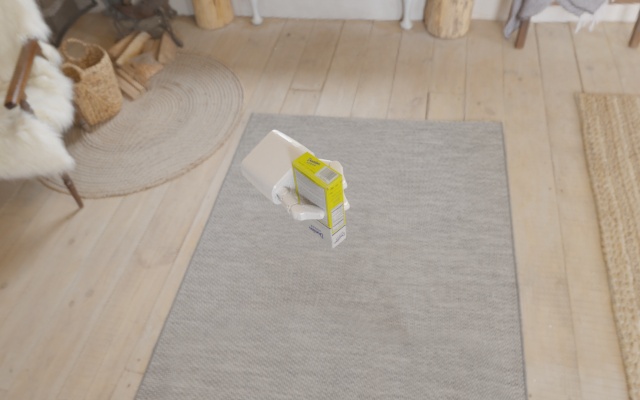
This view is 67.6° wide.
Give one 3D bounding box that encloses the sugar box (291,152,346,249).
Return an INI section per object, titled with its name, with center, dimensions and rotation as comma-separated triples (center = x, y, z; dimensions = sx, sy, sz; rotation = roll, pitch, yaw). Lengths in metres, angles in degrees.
[sugar box]
center = 0.000, 0.002, 0.884
dimensions = 0.048, 0.176, 0.093
rotation = -38, 56, -22
